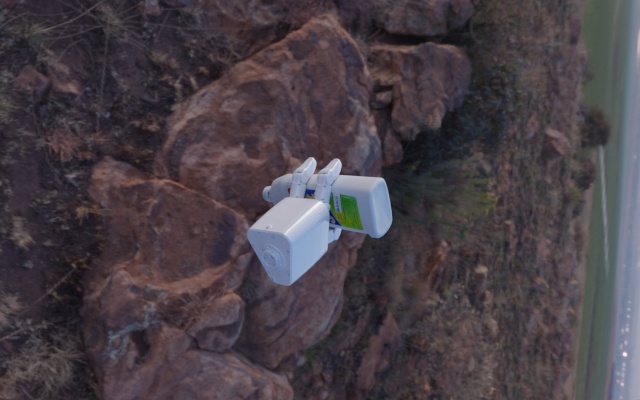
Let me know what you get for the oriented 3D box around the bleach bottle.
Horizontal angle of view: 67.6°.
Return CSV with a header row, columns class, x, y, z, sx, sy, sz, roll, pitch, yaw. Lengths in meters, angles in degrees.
class,x,y,z,sx,sy,sz,roll,pitch,yaw
bleach bottle,0.000,0.003,0.867,0.251,0.103,0.068,5,29,35
